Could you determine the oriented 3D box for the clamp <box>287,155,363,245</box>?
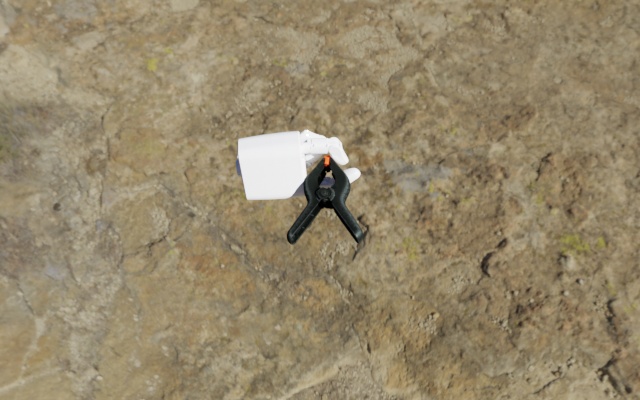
[{"bbox_3d":[0.000,0.002,0.790,0.120,0.171,0.039,-6,-37,-1],"label":"clamp"}]
